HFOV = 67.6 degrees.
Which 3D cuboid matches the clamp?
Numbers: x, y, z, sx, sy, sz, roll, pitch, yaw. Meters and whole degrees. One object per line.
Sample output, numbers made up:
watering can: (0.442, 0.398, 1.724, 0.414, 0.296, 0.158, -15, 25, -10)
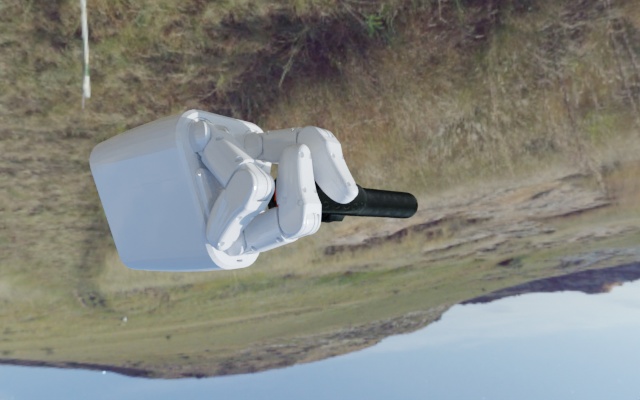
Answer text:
clamp: (0.000, 0.002, 0.412, 0.120, 0.039, 0.171, -9, -11, 31)
